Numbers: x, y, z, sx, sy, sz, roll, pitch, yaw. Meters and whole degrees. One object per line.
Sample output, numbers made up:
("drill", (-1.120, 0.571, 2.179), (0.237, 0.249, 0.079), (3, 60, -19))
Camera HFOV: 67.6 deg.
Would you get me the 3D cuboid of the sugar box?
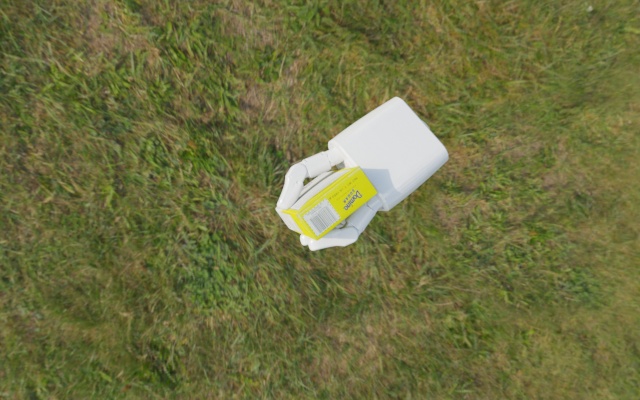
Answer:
("sugar box", (0.001, 0.002, 0.615), (0.093, 0.048, 0.176), (-37, 6, -9))
